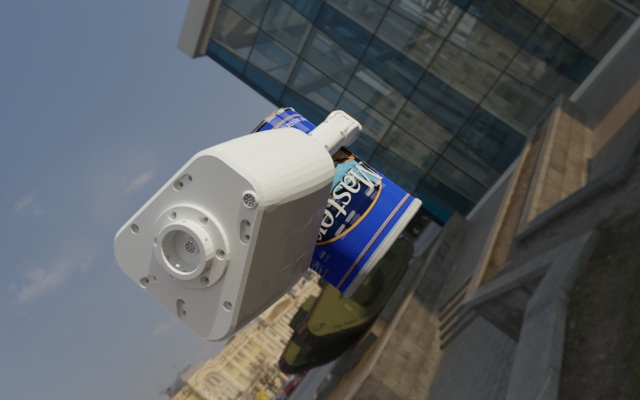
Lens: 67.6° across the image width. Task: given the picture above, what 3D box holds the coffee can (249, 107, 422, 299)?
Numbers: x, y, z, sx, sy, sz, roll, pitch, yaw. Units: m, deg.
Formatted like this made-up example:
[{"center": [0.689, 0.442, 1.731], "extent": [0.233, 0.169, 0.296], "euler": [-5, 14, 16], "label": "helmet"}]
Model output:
[{"center": [0.000, 0.001, 0.413], "extent": [0.140, 0.103, 0.103], "euler": [37, 7, 9], "label": "coffee can"}]
